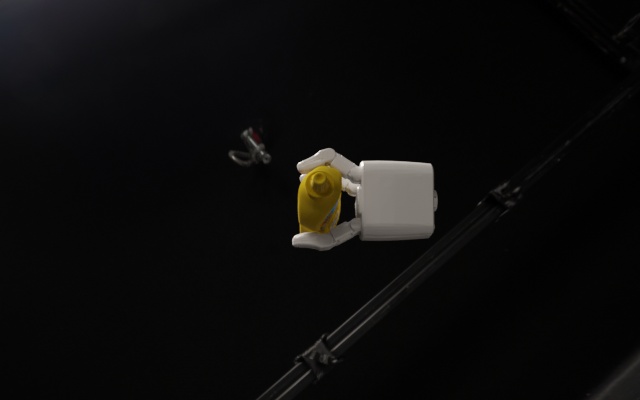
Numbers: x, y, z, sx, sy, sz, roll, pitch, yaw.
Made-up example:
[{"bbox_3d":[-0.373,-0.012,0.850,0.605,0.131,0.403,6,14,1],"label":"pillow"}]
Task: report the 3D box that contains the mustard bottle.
[{"bbox_3d":[0.000,0.002,0.712,0.058,0.096,0.192,24,-17,8],"label":"mustard bottle"}]
